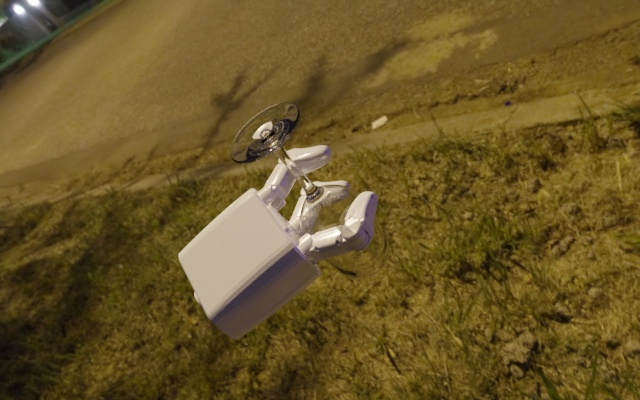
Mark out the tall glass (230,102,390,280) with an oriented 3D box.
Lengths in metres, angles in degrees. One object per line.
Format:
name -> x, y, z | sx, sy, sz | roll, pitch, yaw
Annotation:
tall glass -> 0.000, 0.001, 0.479 | 0.079, 0.079, 0.201 | 0, -38, 40
